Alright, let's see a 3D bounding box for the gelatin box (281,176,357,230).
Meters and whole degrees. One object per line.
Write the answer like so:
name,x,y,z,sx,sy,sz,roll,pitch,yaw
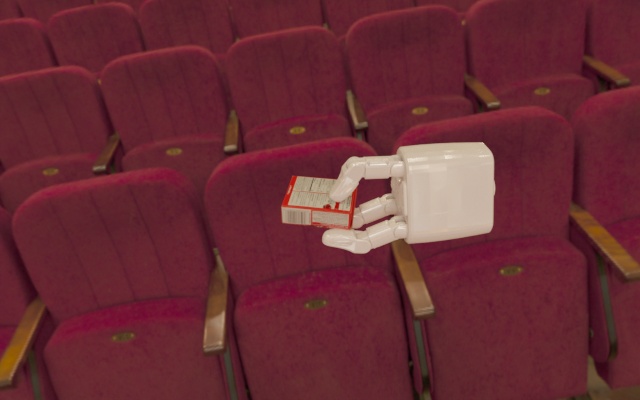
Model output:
gelatin box,0.000,0.002,0.608,0.089,0.030,0.073,5,35,6
